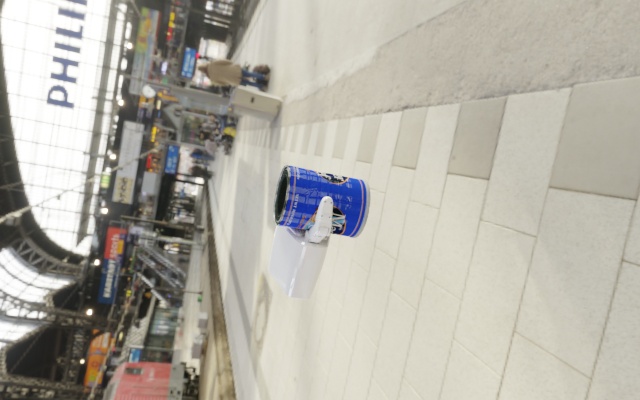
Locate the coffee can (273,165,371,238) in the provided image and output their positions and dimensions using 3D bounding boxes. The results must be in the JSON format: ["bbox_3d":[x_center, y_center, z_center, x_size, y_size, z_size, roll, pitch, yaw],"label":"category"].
[{"bbox_3d":[0.000,0.003,0.805,0.140,0.103,0.103,10,-3,-15],"label":"coffee can"}]
